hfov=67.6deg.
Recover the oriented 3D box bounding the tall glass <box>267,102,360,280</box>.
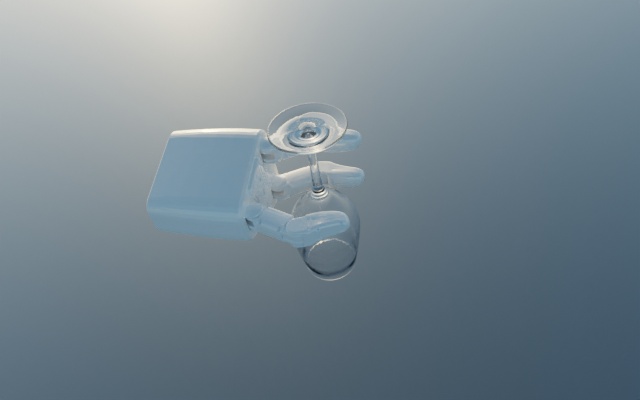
[{"bbox_3d":[0.000,0.001,0.502,0.079,0.079,0.201,0,-44,10],"label":"tall glass"}]
